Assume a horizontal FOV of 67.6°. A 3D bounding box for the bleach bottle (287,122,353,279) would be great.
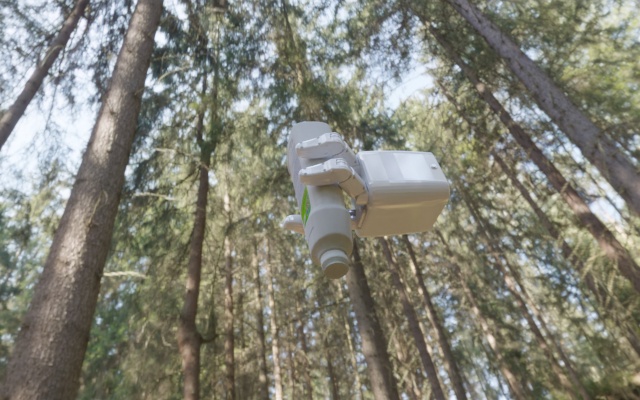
[{"bbox_3d":[0.000,0.002,0.627,0.068,0.103,0.250,-2,42,-8],"label":"bleach bottle"}]
